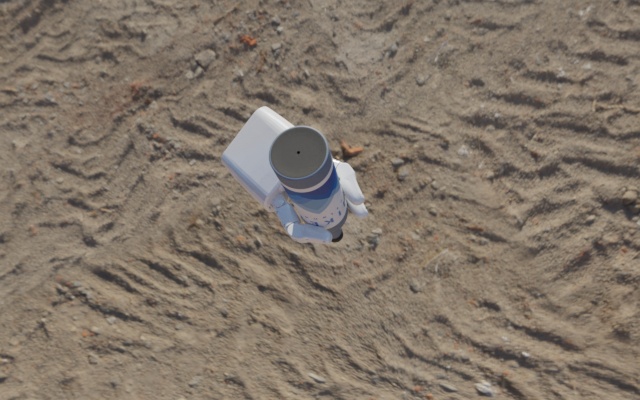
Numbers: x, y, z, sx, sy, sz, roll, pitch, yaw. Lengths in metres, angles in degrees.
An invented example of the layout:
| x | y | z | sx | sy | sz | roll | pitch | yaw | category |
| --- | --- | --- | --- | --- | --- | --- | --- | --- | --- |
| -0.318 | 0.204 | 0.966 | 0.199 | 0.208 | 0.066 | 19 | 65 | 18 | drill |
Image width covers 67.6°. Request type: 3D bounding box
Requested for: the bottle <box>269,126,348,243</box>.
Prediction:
| x | y | z | sx | sy | sz | roll | pitch | yaw | category |
| --- | --- | --- | --- | --- | --- | --- | --- | --- | --- |
| 0.000 | 0.002 | 0.648 | 0.069 | 0.069 | 0.296 | 0 | -22 | 10 | bottle |
